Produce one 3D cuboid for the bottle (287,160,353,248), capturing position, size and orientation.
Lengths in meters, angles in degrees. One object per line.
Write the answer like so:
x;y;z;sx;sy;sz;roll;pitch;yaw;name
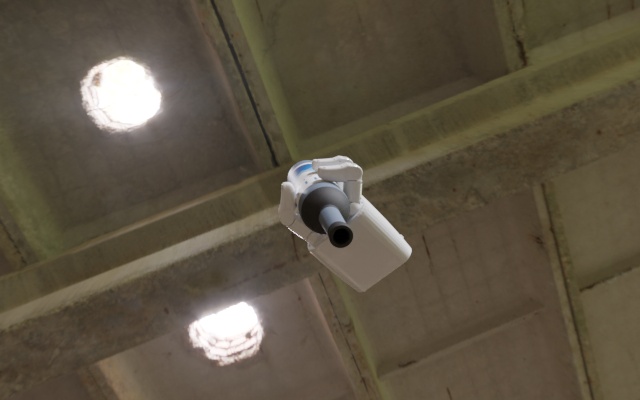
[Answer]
0.000;0.002;0.664;0.069;0.069;0.295;0;15;-9;bottle
